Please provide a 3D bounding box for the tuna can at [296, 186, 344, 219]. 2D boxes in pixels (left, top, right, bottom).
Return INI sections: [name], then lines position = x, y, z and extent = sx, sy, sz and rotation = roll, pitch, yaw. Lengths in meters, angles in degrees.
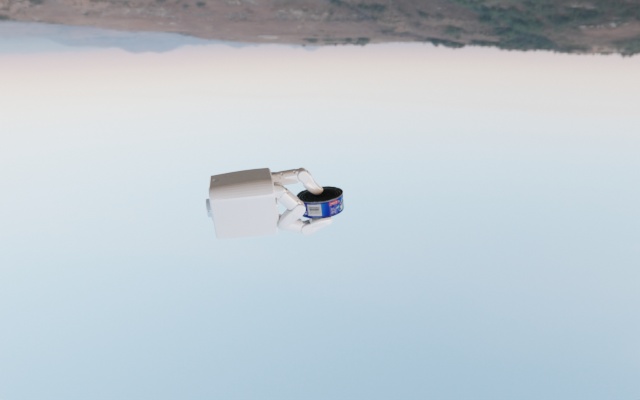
[tuna can]
position = 0.000, 0.003, 0.871
extent = 0.086, 0.034, 0.086
rotation = -6, 20, 2
